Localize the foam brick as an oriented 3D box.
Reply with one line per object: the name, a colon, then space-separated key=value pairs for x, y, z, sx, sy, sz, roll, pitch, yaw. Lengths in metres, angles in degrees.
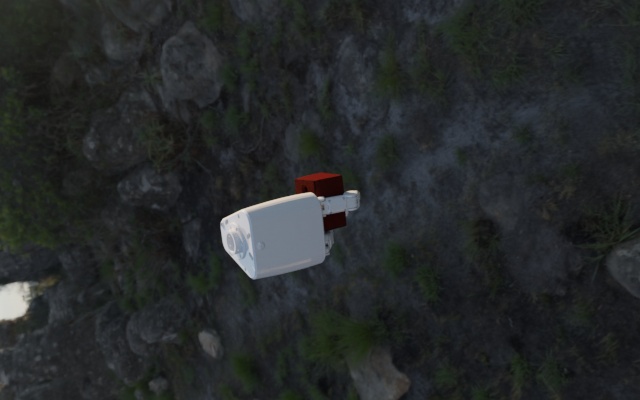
foam brick: x=0.000 y=0.002 z=0.693 sx=0.051 sy=0.078 sz=0.053 roll=-12 pitch=12 yaw=-32
